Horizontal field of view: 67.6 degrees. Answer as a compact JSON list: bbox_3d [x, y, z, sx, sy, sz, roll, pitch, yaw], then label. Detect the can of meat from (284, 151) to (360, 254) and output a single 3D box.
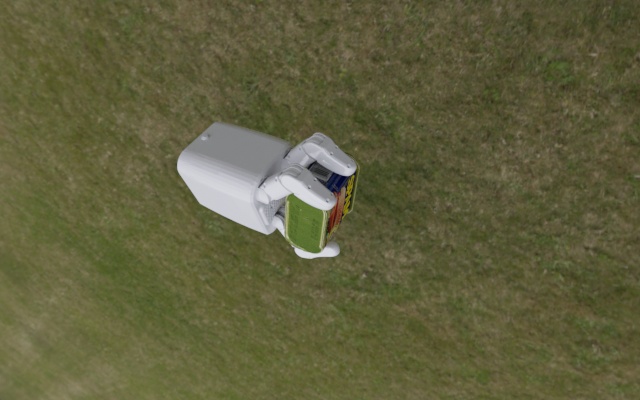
[{"bbox_3d":[0.000,0.002,0.561,0.057,0.102,0.084,23,49,15],"label":"can of meat"}]
